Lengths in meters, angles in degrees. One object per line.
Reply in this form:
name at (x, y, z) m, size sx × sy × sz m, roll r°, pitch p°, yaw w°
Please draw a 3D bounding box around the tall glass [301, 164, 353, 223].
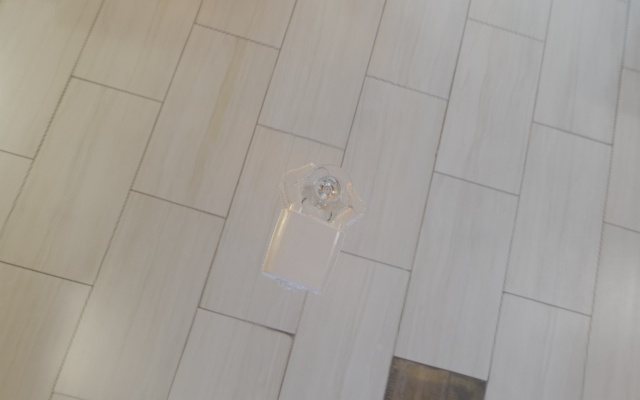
tall glass at (0.000, 0.002, 0.813) m, size 0.079 × 0.079 × 0.201 m, roll 0°, pitch -12°, yaw -7°
